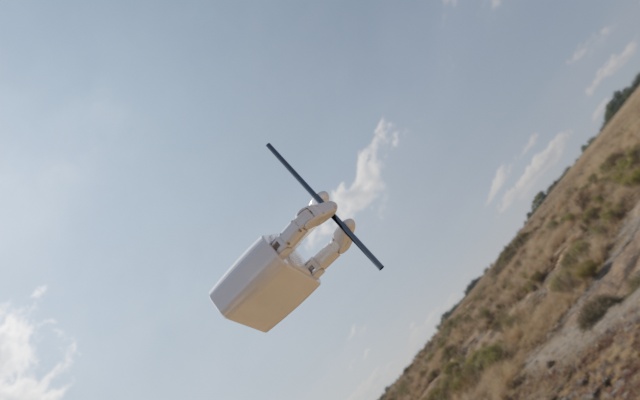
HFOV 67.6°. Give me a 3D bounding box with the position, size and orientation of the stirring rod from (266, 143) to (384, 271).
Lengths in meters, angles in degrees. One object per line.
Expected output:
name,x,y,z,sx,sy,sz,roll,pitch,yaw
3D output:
stirring rod,0.000,0.002,0.630,0.239,0.011,0.011,47,23,24
